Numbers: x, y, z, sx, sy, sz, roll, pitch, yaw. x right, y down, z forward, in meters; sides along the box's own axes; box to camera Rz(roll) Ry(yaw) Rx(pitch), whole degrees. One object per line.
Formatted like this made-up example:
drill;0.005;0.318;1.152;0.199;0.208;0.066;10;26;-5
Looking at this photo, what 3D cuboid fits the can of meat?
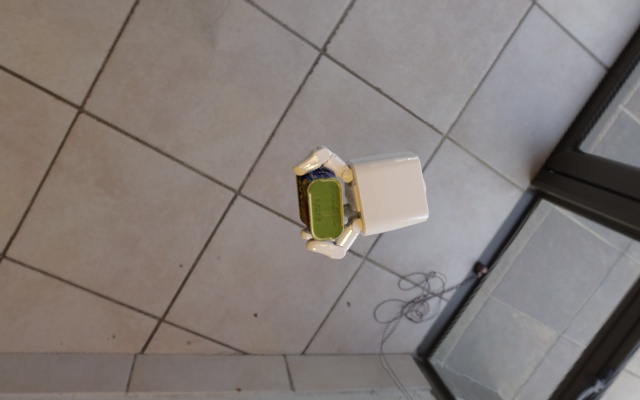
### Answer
can of meat;0.000;0.002;0.723;0.057;0.102;0.084;-8;19;-10
